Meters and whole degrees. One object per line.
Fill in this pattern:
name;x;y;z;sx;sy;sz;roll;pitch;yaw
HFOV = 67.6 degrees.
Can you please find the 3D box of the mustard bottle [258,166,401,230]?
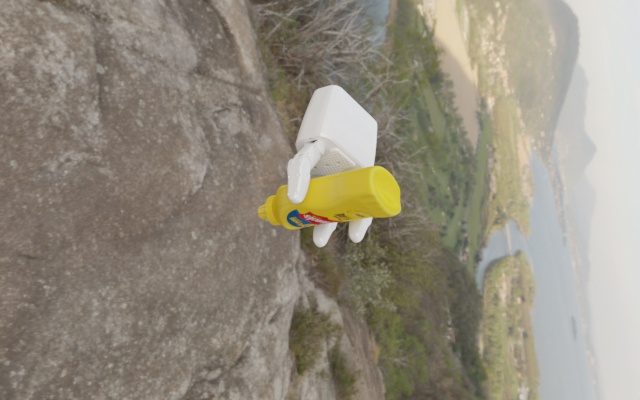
mustard bottle;0.000;0.002;0.622;0.191;0.058;0.096;-9;-17;28
